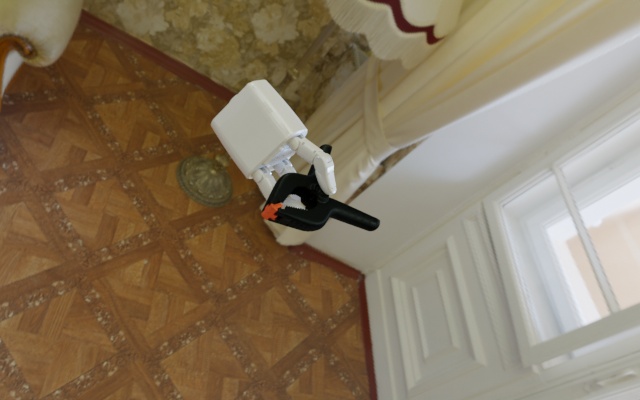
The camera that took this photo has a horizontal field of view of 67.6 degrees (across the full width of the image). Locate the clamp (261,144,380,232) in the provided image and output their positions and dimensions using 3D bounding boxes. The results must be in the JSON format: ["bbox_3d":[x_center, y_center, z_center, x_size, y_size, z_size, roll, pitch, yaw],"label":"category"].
[{"bbox_3d":[0.000,0.002,0.712,0.036,0.164,0.210,-42,-8,37],"label":"clamp"}]
